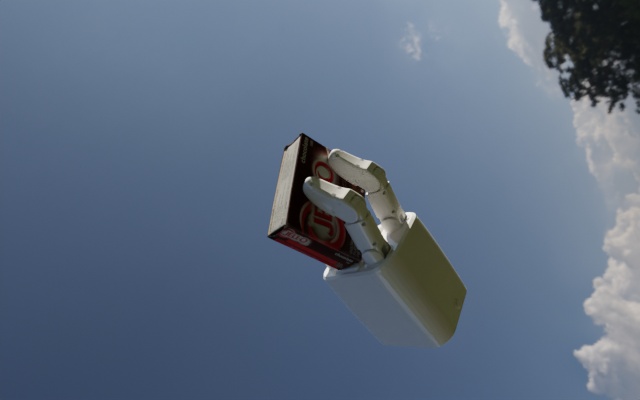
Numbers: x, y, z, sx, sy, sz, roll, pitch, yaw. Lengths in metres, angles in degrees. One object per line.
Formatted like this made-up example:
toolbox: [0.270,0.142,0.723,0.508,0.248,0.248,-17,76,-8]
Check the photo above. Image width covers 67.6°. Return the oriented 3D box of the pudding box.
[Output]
pudding box: [0.000,0.002,0.477,0.090,0.113,0.039,29,-42,-30]
